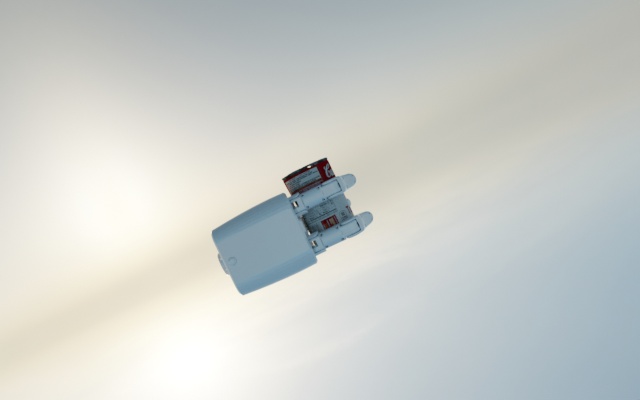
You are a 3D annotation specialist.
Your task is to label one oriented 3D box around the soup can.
[{"bbox_3d":[0.001,0.002,0.642,0.068,0.102,0.068,-26,0,0],"label":"soup can"}]
